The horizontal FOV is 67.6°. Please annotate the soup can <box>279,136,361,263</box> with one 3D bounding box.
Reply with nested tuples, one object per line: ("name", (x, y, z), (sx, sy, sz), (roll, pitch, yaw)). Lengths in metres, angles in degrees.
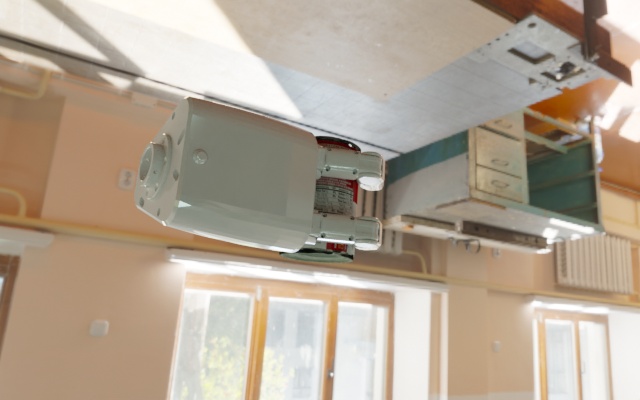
("soup can", (0.000, 0.002, 0.429), (0.068, 0.102, 0.068), (4, -13, 1))
